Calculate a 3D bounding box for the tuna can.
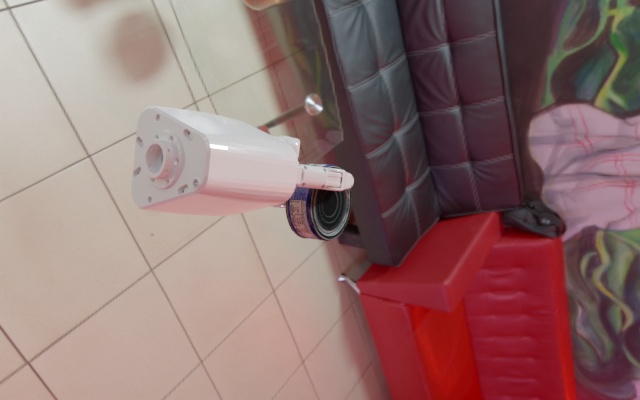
[{"bbox_3d":[0.001,0.002,0.534,0.034,0.086,0.086,5,3,34],"label":"tuna can"}]
